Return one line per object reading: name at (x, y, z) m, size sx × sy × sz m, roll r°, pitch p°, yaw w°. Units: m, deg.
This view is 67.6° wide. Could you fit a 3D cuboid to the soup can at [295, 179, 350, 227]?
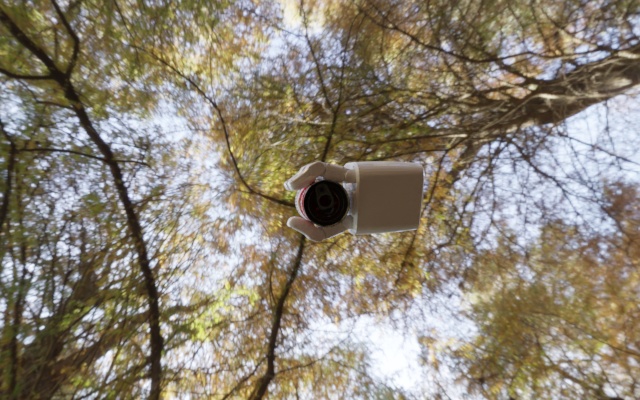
soup can at (0.000, 0.002, 0.725) m, size 0.068 × 0.068 × 0.102 m, roll 0°, pitch 2°, yaw -10°
